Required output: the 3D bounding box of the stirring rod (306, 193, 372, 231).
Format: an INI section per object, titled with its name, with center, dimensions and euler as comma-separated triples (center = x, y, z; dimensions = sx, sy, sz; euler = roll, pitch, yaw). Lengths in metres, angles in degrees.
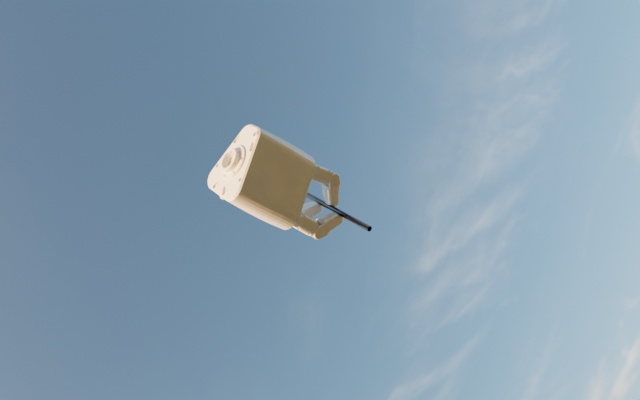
[stirring rod]
center = 0.000, 0.002, 0.758
dimensions = 0.011, 0.011, 0.239
euler = 0, 18, -37
